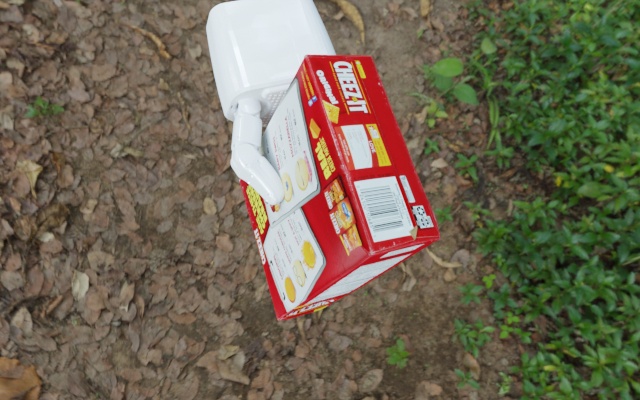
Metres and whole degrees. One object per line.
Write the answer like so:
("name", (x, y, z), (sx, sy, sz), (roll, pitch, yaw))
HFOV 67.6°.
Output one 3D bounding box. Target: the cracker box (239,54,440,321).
("cracker box", (0.000, 0.001, 0.435), (0.072, 0.164, 0.214), (-8, -21, -27))
